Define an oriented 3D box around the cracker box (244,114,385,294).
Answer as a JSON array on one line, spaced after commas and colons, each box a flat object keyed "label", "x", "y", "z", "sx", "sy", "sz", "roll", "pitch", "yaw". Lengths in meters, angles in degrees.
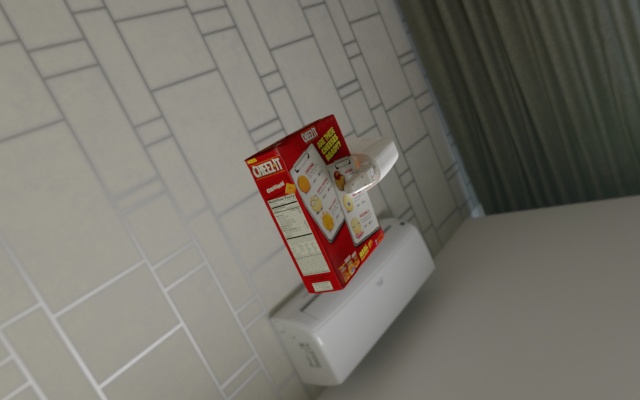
[{"label": "cracker box", "x": 0.000, "y": 0.002, "z": 0.698, "sx": 0.072, "sy": 0.214, "sz": 0.164, "roll": -16, "pitch": 15, "yaw": 35}]
